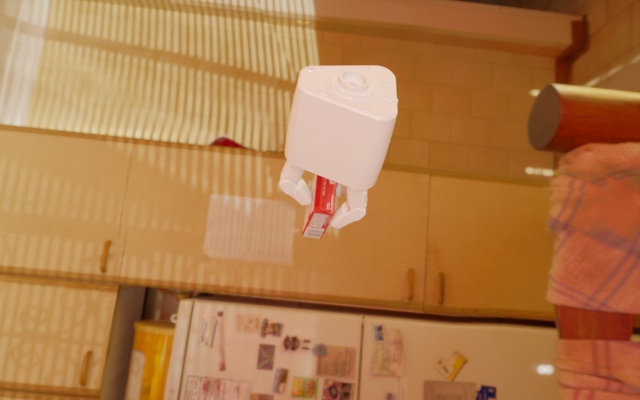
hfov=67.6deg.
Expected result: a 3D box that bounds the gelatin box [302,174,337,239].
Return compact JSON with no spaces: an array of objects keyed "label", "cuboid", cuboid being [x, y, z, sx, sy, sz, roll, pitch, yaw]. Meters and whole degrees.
[{"label":"gelatin box","cuboid":[0.000,0.002,0.647,0.030,0.073,0.089,11,-27,-8]}]
